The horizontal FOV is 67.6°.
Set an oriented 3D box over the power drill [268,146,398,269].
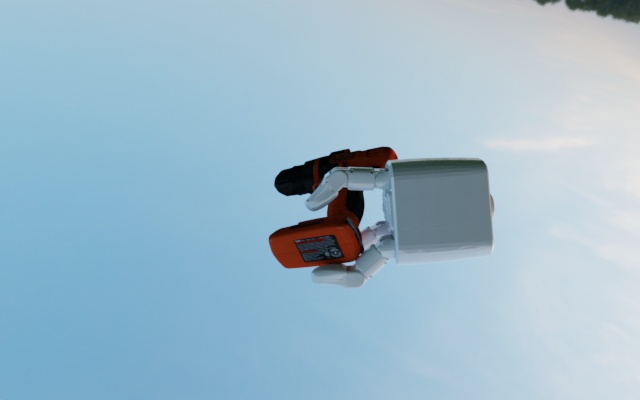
[{"bbox_3d":[0.000,0.002,0.608,0.184,0.057,0.187,-11,34,26],"label":"power drill"}]
